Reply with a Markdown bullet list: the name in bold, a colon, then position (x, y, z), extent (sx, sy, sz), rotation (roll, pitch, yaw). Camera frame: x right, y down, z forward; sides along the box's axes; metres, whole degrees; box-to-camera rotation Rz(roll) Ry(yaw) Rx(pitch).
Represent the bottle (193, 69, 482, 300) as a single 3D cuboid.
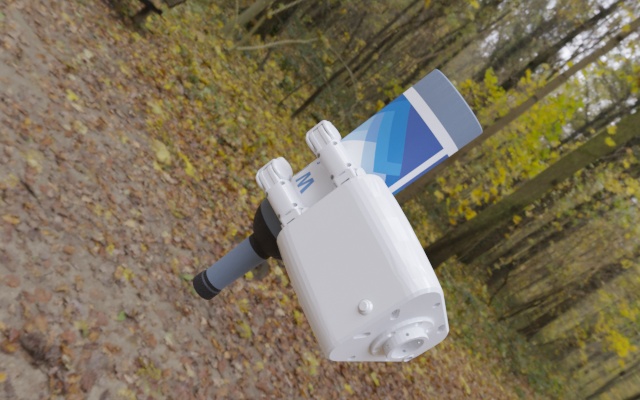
- **bottle**: position (0.000, 0.001, 0.433), extent (0.296, 0.069, 0.069), rotation (-36, -10, 13)
